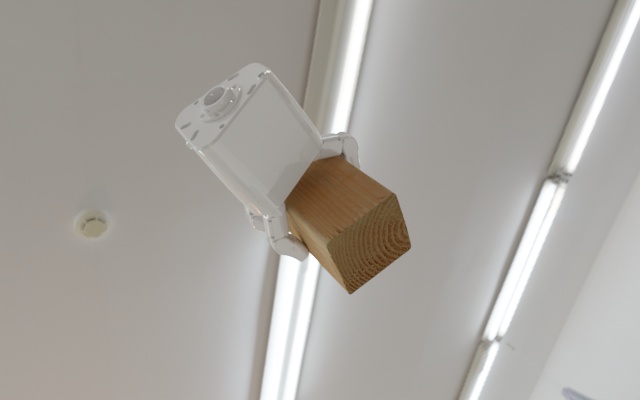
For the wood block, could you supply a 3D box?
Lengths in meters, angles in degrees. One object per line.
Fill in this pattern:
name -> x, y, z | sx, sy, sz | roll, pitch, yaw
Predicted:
wood block -> 0.000, 0.001, 0.565 | 0.091, 0.090, 0.206 | -35, 42, -13
